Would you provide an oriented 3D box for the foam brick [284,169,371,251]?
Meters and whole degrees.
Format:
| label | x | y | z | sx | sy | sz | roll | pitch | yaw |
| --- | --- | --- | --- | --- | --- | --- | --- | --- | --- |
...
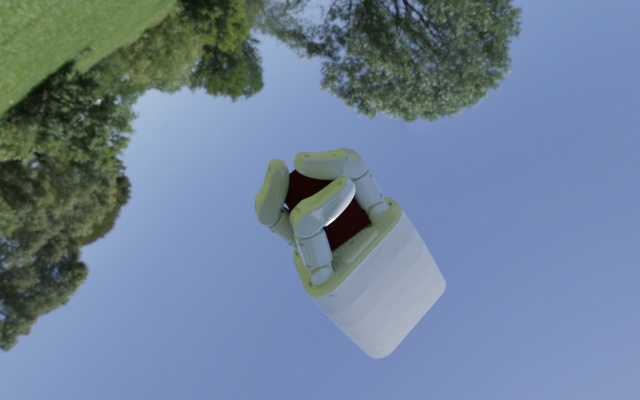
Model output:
| label | x | y | z | sx | sy | sz | roll | pitch | yaw |
| --- | --- | --- | --- | --- | --- | --- | --- | --- | --- |
| foam brick | 0.000 | 0.001 | 0.438 | 0.053 | 0.051 | 0.078 | -36 | 28 | 2 |
